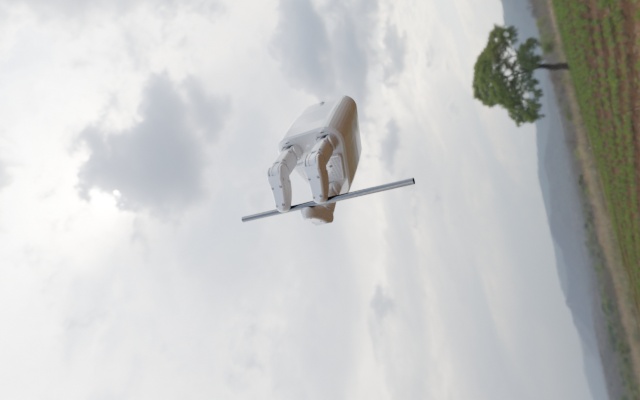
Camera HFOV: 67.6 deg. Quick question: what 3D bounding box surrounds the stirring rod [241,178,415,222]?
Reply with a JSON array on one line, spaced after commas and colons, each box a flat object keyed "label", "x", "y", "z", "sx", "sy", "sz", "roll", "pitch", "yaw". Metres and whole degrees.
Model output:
[{"label": "stirring rod", "x": 0.000, "y": 0.002, "z": 0.588, "sx": 0.239, "sy": 0.011, "sz": 0.011, "roll": -13, "pitch": -6, "yaw": 27}]
